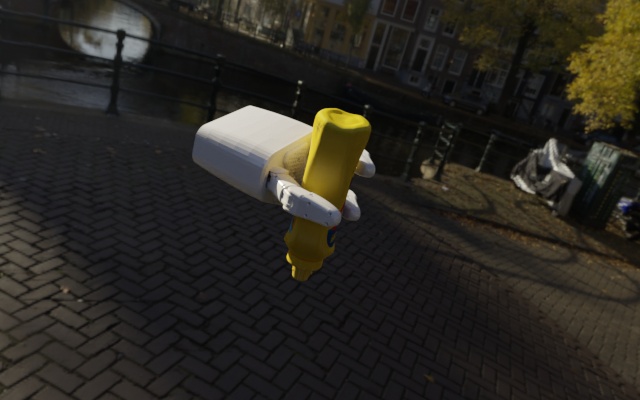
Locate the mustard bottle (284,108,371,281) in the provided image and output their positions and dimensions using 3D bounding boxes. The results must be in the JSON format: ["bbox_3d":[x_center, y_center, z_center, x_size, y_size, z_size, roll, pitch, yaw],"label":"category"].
[{"bbox_3d":[0.000,0.002,0.516,0.058,0.192,0.096,17,20,1],"label":"mustard bottle"}]
